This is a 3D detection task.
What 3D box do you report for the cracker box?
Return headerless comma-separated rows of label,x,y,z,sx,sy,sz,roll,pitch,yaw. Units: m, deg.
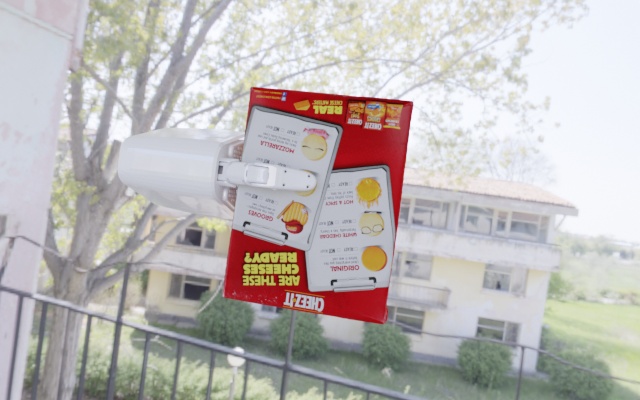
cracker box,0.000,0.001,0.489,0.164,0.213,0.072,7,0,11
